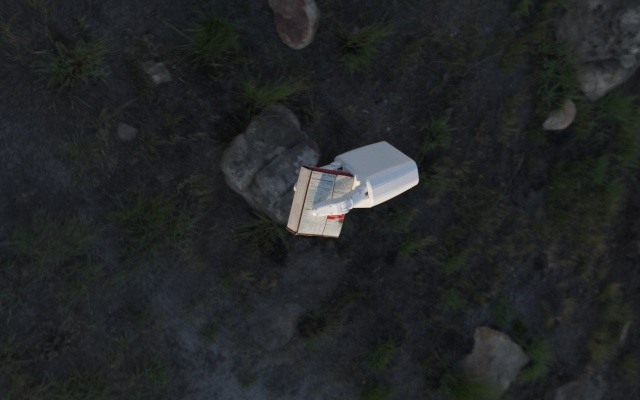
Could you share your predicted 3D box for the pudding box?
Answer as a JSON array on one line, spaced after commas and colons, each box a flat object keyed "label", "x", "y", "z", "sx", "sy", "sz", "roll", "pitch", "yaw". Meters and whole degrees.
[{"label": "pudding box", "x": 0.000, "y": 0.003, "z": 0.796, "sx": 0.090, "sy": 0.113, "sz": 0.039, "roll": 8, "pitch": 10, "yaw": -33}]
